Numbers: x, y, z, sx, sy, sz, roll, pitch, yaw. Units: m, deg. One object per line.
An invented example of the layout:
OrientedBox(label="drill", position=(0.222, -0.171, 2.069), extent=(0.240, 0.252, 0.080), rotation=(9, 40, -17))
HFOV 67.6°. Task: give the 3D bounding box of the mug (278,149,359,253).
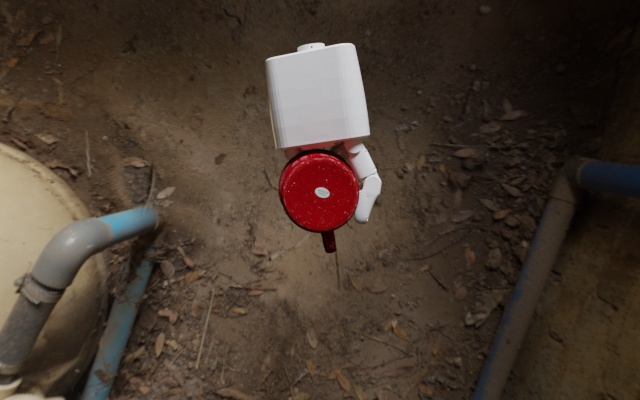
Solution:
OrientedBox(label="mug", position=(0.000, 0.003, 0.528), extent=(0.093, 0.117, 0.081), rotation=(-9, 7, -2))
